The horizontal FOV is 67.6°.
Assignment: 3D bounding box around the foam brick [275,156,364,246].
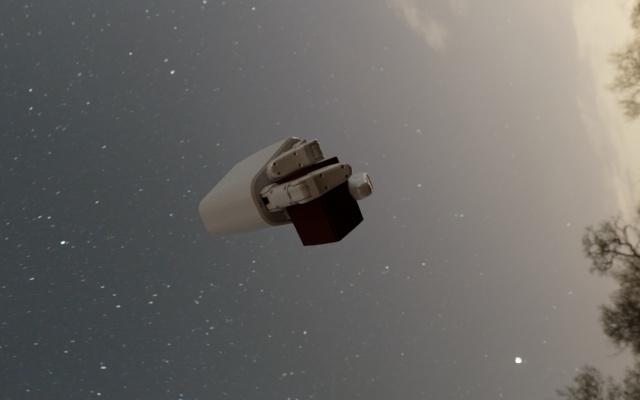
[{"bbox_3d":[0.000,0.002,0.504,0.051,0.078,0.053,-16,11,41],"label":"foam brick"}]
